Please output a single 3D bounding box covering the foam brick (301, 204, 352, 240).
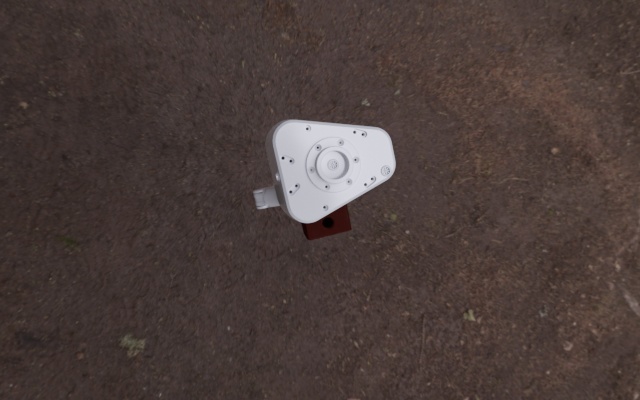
[{"bbox_3d":[0.000,0.002,0.561,0.053,0.078,0.051,-13,7,-8],"label":"foam brick"}]
